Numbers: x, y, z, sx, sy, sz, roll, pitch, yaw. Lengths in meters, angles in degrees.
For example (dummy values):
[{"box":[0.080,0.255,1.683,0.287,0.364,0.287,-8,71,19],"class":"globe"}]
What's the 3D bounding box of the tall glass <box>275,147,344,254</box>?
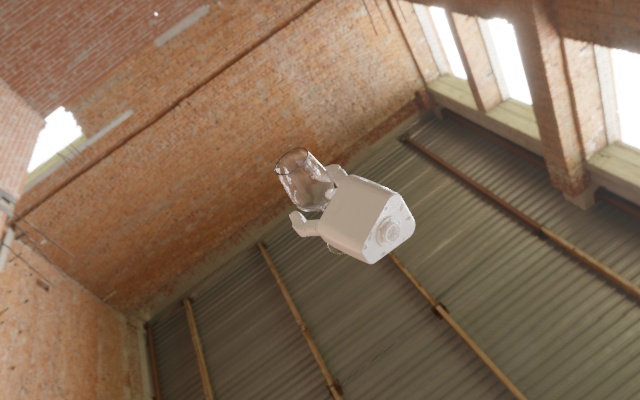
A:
[{"box":[0.000,0.003,0.814,0.079,0.079,0.201,0,-41,39],"class":"tall glass"}]
